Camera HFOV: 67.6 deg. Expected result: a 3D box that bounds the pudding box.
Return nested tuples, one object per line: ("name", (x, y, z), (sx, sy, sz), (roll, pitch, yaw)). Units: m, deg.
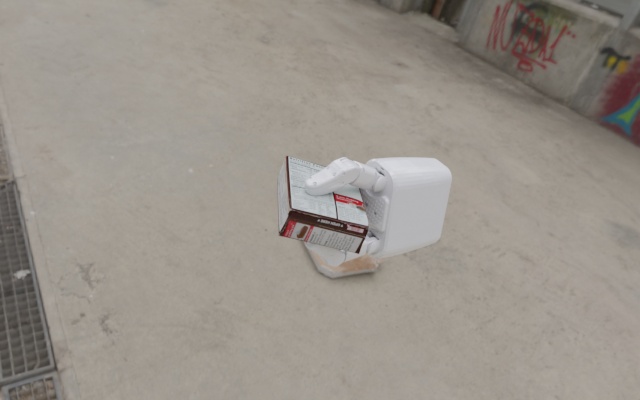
("pudding box", (0.000, 0.002, 0.524), (0.090, 0.039, 0.113), (14, 30, -14))
